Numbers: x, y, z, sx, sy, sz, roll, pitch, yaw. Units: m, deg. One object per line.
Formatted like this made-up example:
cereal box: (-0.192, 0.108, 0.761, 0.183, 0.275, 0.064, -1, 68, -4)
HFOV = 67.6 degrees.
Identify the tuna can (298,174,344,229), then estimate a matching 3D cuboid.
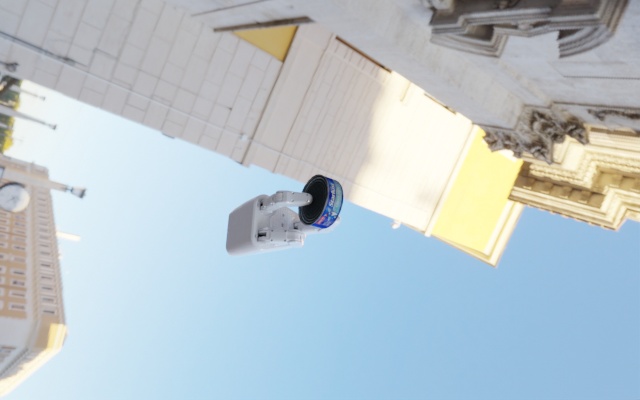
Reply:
tuna can: (0.001, 0.003, 0.779, 0.034, 0.086, 0.086, 17, -9, -31)
